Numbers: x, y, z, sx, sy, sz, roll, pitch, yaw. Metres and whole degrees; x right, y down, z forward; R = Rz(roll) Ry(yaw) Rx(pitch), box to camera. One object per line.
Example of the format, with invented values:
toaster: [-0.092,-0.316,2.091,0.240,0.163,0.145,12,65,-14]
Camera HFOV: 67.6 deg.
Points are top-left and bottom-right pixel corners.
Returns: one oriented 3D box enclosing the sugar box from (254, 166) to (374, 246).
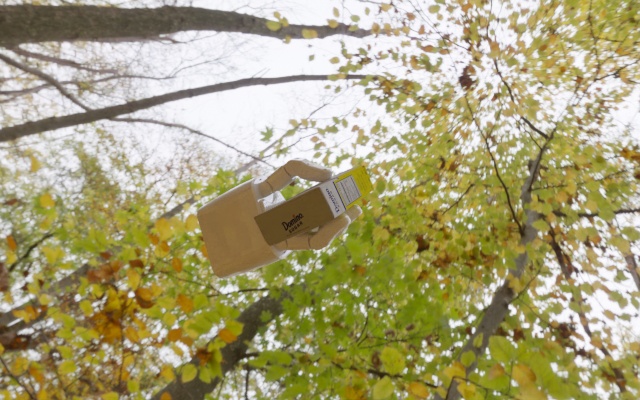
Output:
sugar box: [0.000,0.002,0.601,0.093,0.048,0.176,-24,5,25]
